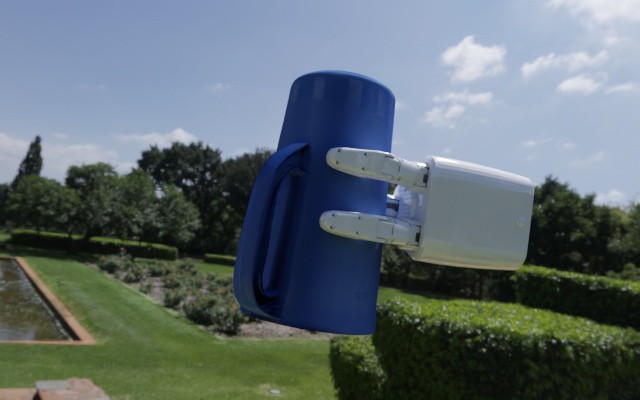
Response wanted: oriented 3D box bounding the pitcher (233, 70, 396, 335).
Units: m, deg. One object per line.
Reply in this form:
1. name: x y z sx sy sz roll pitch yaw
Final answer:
1. pitcher: 0.000 0.002 0.466 0.145 0.243 0.149 10 -6 -10
